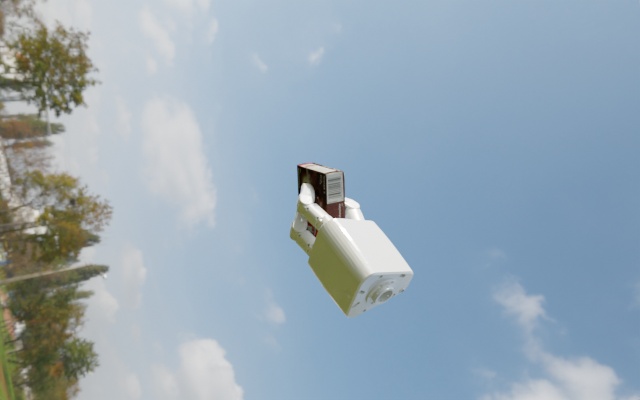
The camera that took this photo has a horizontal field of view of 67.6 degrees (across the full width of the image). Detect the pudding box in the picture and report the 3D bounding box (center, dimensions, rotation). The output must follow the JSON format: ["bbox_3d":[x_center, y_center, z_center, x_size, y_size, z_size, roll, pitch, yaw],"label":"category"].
[{"bbox_3d":[0.000,0.002,0.754,0.039,0.113,0.090,-9,16,-31],"label":"pudding box"}]
